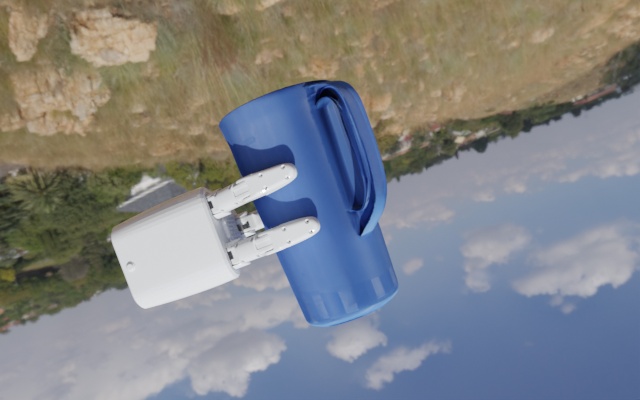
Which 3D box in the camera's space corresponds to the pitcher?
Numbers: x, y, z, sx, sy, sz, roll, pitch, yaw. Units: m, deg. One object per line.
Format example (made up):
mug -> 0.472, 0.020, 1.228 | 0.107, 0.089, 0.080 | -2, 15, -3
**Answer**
pitcher -> 0.000, 0.002, 0.508 | 0.145, 0.243, 0.149 | -21, 0, 2
